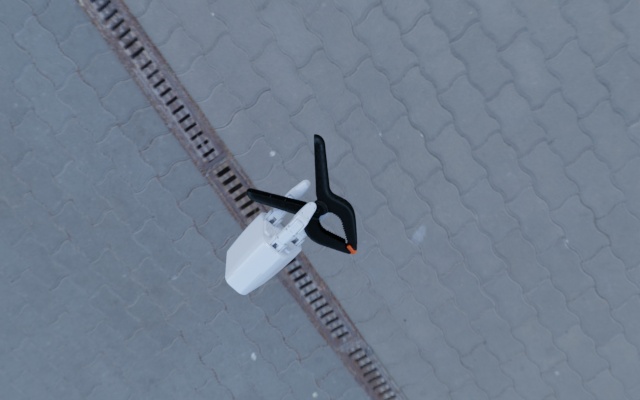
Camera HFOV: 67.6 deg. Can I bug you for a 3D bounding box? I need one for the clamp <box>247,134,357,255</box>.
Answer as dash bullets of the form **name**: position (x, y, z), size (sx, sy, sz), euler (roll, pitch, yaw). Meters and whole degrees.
- **clamp**: position (0.000, 0.003, 0.814), size (0.164, 0.210, 0.036), euler (-44, 8, 18)
